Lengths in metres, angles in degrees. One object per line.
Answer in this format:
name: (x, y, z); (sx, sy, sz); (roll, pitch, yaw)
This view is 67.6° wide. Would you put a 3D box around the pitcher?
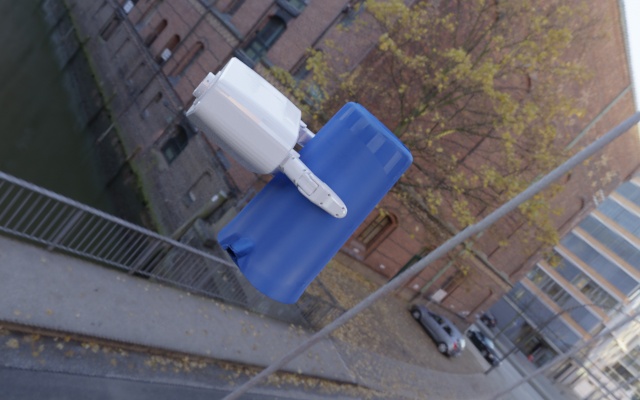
pitcher: (0.000, 0.002, 0.606); (0.145, 0.243, 0.149); (39, 10, -20)
